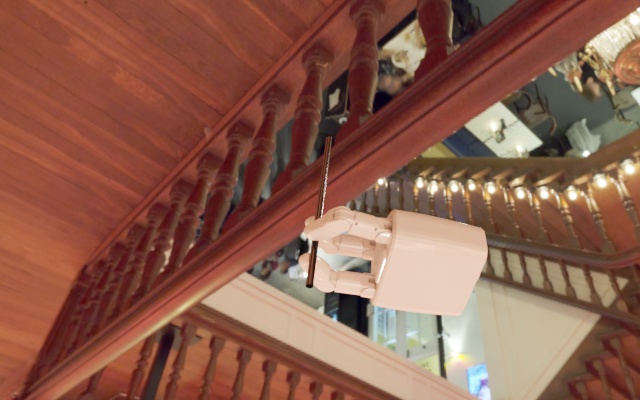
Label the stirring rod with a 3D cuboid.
[{"bbox_3d":[0.000,0.002,0.581,0.011,0.239,0.011,4,-42,4],"label":"stirring rod"}]
